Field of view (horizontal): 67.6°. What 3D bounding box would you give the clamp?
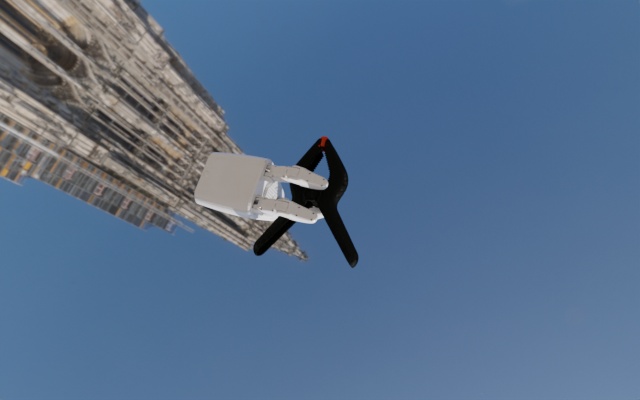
[{"bbox_3d":[0.000,0.002,0.736,0.164,0.210,0.036,12,-17,19],"label":"clamp"}]
